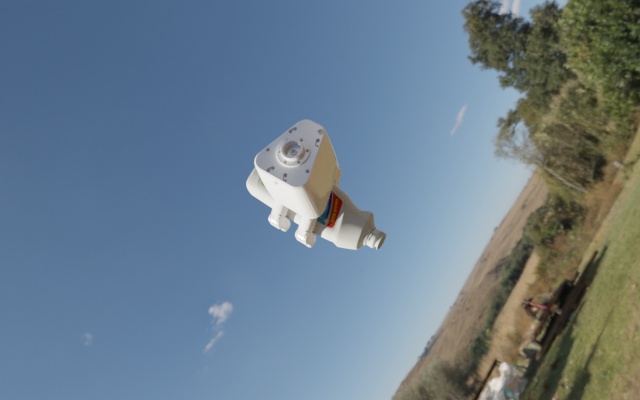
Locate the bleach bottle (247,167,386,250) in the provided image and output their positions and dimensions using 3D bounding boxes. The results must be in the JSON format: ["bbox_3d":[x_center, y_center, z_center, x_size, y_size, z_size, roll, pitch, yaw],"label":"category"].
[{"bbox_3d":[0.000,0.003,0.807,0.251,0.102,0.068,29,-15,21],"label":"bleach bottle"}]
